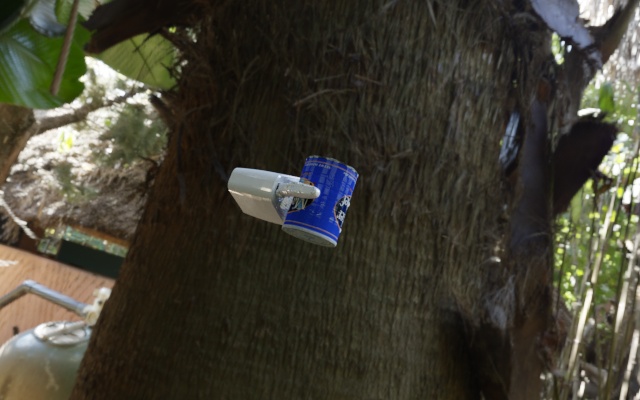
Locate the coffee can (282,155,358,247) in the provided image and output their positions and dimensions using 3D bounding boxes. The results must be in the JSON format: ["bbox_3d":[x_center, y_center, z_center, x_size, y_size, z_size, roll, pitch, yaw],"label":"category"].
[{"bbox_3d":[0.000,0.003,0.873,0.103,0.140,0.103,18,-13,4],"label":"coffee can"}]
